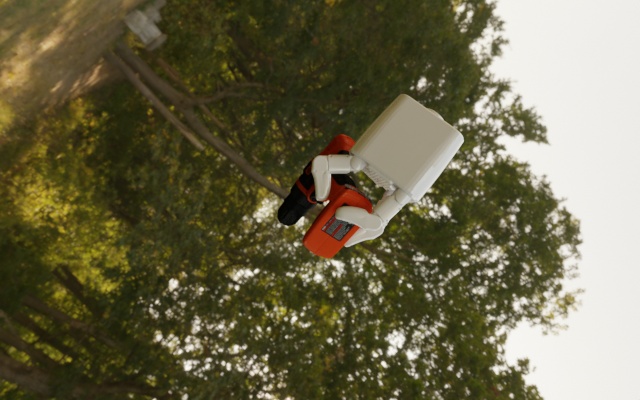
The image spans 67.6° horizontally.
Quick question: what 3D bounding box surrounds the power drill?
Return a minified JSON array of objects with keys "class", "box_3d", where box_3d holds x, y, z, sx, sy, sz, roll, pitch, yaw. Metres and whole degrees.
[{"class":"power drill","box_3d":[0.000,0.002,0.719,0.057,0.184,0.187,30,20,-24]}]
